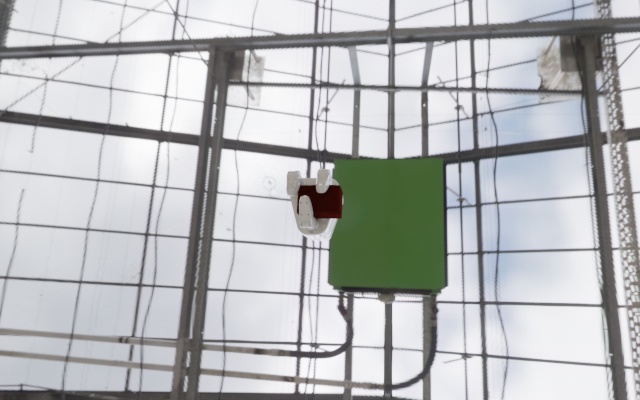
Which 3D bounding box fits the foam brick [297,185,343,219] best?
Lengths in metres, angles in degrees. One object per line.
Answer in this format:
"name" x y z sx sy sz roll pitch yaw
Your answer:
"foam brick" 0.000 0.003 0.861 0.078 0.053 0.051 1 -13 9
